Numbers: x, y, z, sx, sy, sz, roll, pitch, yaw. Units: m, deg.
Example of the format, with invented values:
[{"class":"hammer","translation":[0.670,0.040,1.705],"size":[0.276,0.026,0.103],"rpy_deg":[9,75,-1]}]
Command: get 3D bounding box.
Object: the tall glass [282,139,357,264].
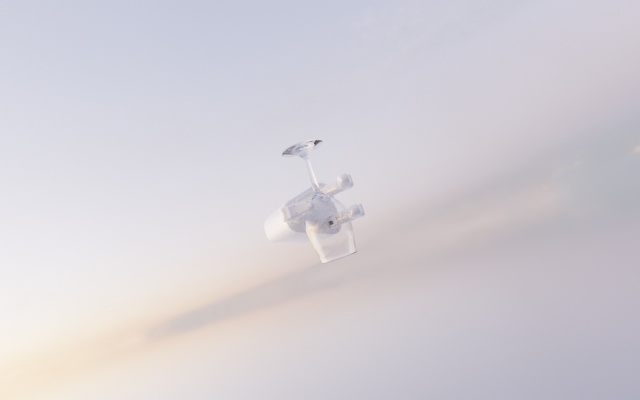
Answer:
[{"class":"tall glass","translation":[0.000,0.002,0.807],"size":[0.079,0.201,0.079],"rpy_deg":[-18,-9,-3]}]
